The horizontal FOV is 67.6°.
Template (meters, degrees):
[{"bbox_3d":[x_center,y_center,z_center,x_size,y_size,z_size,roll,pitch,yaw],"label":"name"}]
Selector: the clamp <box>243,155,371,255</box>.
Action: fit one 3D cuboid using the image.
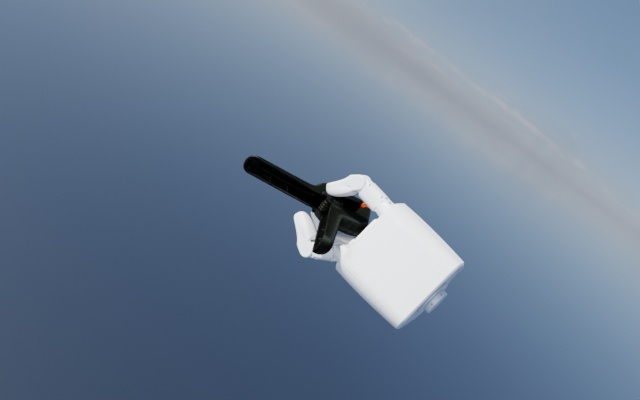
[{"bbox_3d":[0.001,0.002,0.639,0.164,0.036,0.210,46,21,22],"label":"clamp"}]
